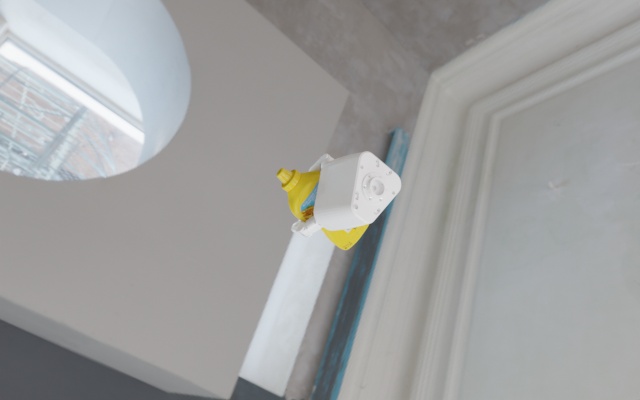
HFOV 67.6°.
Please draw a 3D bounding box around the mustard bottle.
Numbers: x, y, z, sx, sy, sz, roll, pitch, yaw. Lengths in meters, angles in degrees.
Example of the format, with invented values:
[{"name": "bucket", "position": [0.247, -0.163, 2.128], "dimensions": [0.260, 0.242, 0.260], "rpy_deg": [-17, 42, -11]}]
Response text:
[{"name": "mustard bottle", "position": [0.000, 0.003, 0.863], "dimensions": [0.192, 0.096, 0.058], "rpy_deg": [36, -1, -23]}]
